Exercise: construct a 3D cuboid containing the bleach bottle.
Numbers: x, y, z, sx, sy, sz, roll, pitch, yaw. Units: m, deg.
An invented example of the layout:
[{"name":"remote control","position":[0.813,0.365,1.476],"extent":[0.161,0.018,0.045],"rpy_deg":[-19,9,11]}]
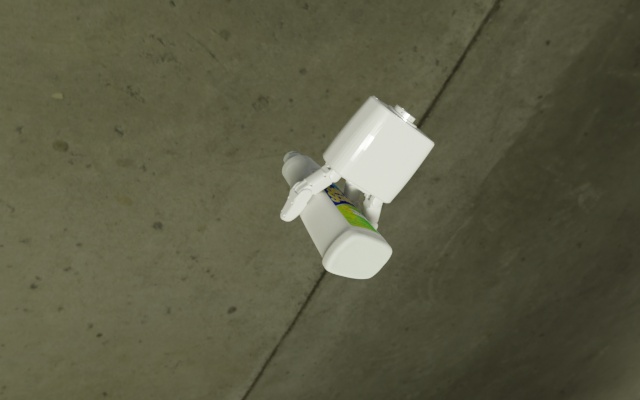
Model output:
[{"name":"bleach bottle","position":[0.000,0.002,0.697],"extent":[0.102,0.068,0.250],"rpy_deg":[21,23,-42]}]
